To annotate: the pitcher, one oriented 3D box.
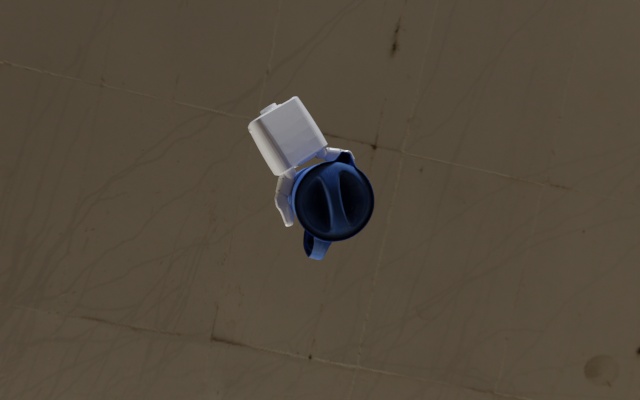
[{"bbox_3d":[0.000,0.003,0.885,0.149,0.145,0.243,-32,9,-6],"label":"pitcher"}]
